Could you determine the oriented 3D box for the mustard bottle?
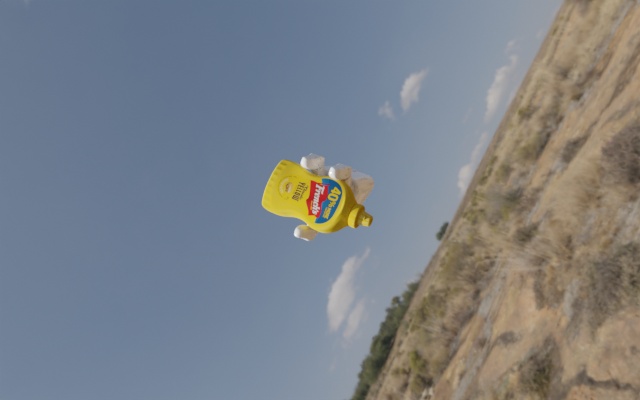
[{"bbox_3d":[0.000,0.003,0.818,0.191,0.096,0.058,21,-9,21],"label":"mustard bottle"}]
